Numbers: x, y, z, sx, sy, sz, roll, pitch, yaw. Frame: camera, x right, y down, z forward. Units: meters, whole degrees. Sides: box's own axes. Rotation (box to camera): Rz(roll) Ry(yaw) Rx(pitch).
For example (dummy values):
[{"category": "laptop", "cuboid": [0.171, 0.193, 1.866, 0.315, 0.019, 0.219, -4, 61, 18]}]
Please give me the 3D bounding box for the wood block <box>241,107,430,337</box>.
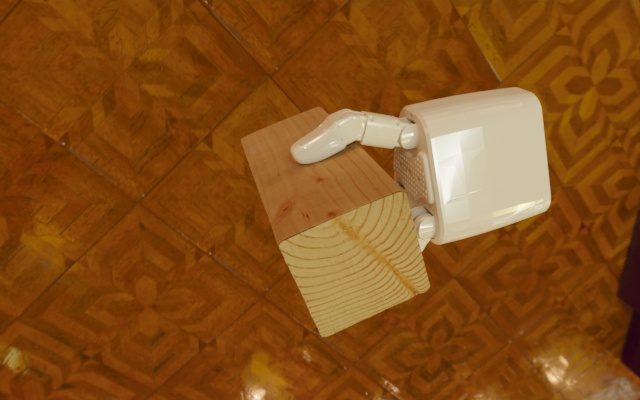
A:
[{"category": "wood block", "cuboid": [0.000, 0.001, 0.410, 0.090, 0.091, 0.206, -23, 30, -5]}]
